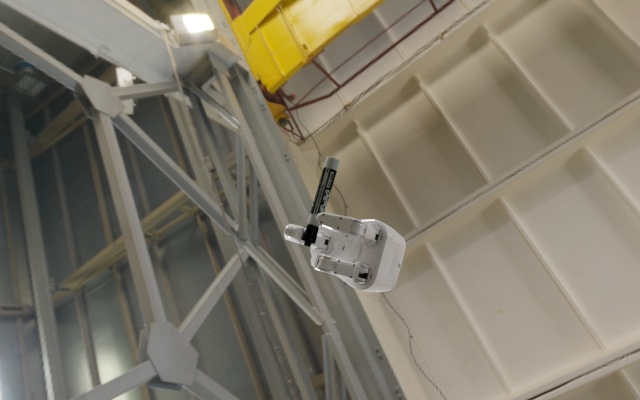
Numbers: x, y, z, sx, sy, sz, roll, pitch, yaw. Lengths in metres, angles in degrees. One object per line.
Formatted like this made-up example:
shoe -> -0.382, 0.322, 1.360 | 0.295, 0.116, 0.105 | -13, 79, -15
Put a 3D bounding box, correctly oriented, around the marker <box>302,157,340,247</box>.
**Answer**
marker -> 0.000, 0.002, 0.628 | 0.020, 0.121, 0.020 | 17, -6, 2
